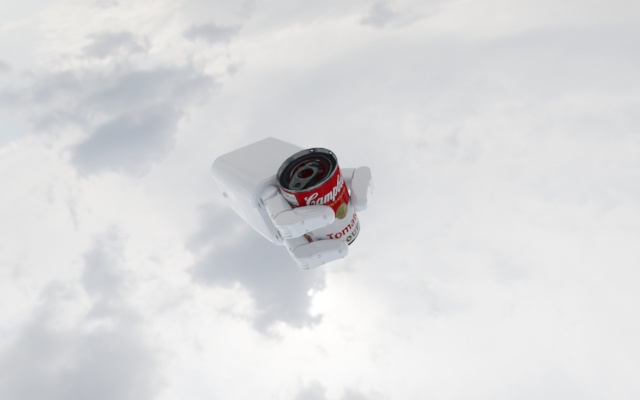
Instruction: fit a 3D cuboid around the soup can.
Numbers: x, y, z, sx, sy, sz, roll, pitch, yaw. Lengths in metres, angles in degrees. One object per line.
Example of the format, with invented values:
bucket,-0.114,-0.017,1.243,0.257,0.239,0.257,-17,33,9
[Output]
soup can,0.001,0.002,0.530,0.068,0.102,0.068,-13,41,12
